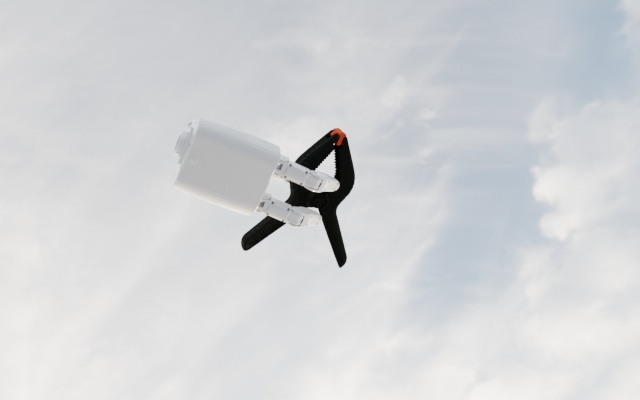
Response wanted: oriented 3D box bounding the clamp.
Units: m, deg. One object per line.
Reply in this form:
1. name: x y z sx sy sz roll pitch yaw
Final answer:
1. clamp: 0.000 0.001 0.680 0.164 0.210 0.036 20 17 -25
